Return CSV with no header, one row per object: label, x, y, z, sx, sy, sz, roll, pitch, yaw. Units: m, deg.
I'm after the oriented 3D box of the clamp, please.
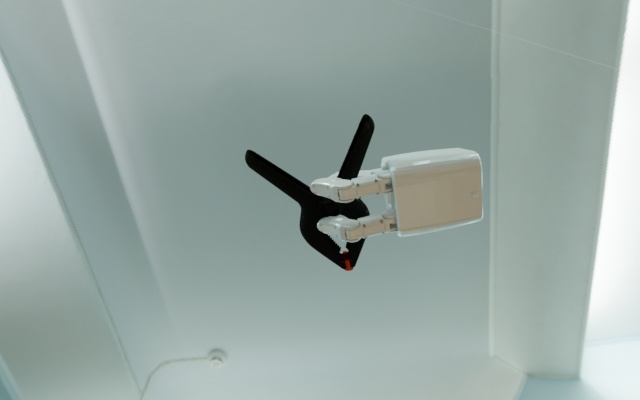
clamp,0.000,0.002,0.625,0.164,0.210,0.036,-10,25,2
